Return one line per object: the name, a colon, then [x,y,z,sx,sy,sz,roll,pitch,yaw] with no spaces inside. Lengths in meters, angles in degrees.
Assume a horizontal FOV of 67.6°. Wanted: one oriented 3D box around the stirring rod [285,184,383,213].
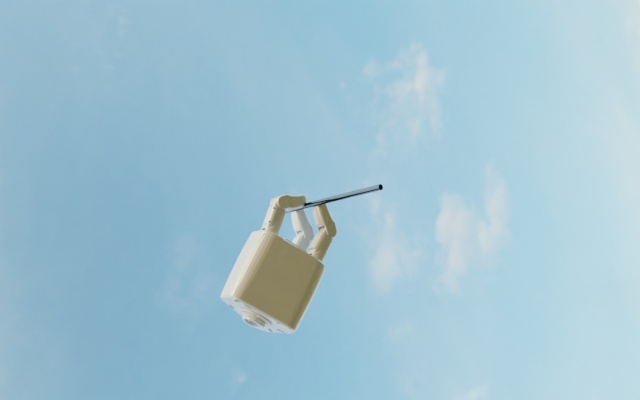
stirring rod: [0.000,0.002,0.700,0.011,0.011,0.239,0,-9,-40]
